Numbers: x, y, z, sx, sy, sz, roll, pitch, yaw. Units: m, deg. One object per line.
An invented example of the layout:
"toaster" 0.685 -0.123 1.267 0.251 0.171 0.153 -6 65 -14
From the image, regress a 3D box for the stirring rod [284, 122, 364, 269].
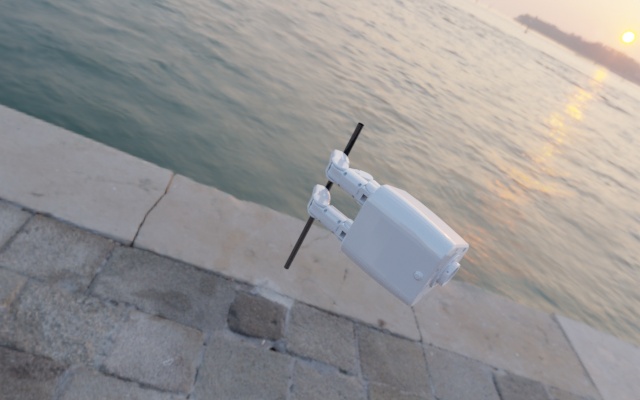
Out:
"stirring rod" 0.000 0.002 0.634 0.011 0.240 0.011 21 28 -12
